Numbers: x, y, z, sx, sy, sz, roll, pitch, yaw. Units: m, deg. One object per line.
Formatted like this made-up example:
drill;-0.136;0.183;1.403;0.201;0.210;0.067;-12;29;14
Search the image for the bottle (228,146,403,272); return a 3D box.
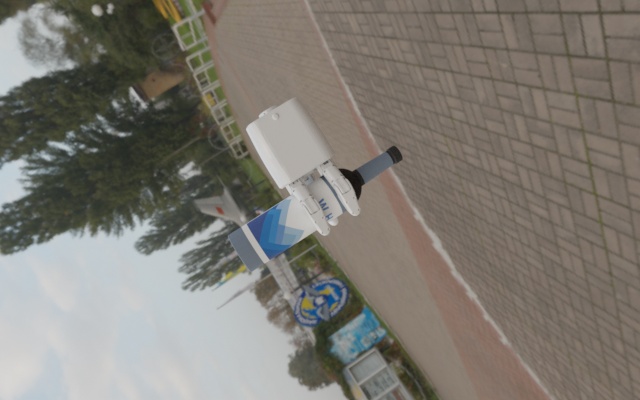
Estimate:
bottle;0.000;0.003;0.743;0.295;0.069;0.069;-33;4;-7
